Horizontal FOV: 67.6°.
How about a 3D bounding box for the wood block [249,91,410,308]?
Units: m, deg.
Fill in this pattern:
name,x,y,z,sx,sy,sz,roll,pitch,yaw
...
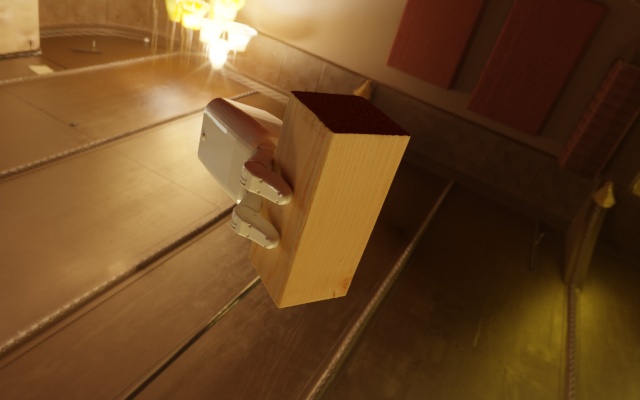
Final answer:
name,x,y,z,sx,sy,sz,roll,pitch,yaw
wood block,0.000,0.001,0.500,0.091,0.206,0.090,-4,37,-33
